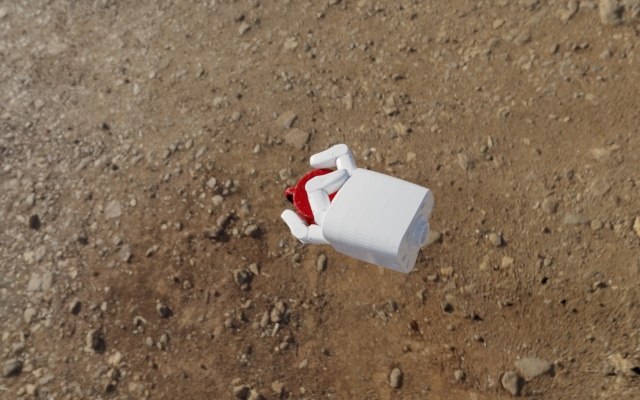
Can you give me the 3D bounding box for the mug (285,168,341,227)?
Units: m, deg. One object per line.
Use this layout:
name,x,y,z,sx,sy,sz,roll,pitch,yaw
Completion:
mug,-0.001,0.002,0.708,0.117,0.093,0.081,16,-18,26
